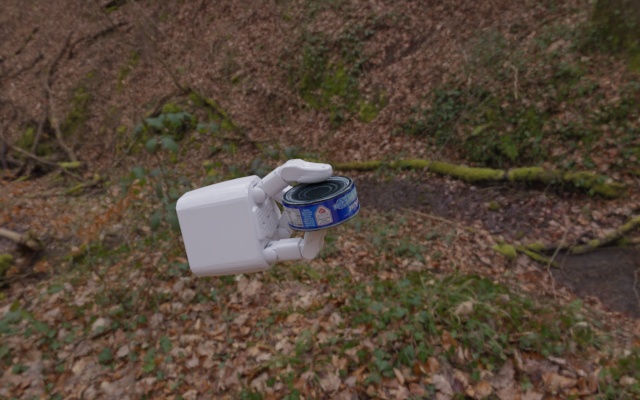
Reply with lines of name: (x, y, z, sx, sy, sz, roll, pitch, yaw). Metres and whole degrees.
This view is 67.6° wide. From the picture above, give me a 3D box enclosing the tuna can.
tuna can: (0.000, 0.001, 0.542, 0.086, 0.034, 0.086, -12, 19, 4)
